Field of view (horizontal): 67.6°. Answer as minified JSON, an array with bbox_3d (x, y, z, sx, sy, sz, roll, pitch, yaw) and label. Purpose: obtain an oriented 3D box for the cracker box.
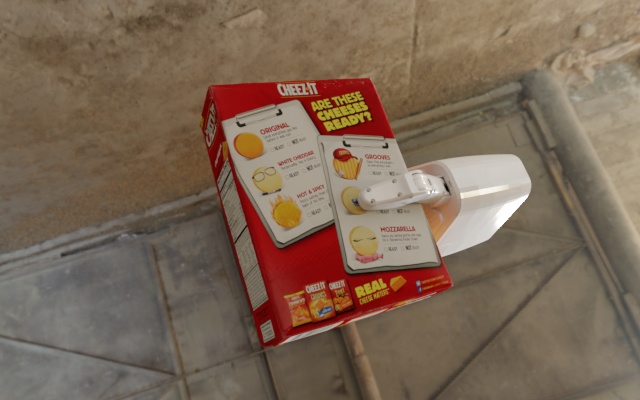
[{"bbox_3d":[0.000,0.001,0.424,0.164,0.213,0.072,-10,-19,-28],"label":"cracker box"}]
